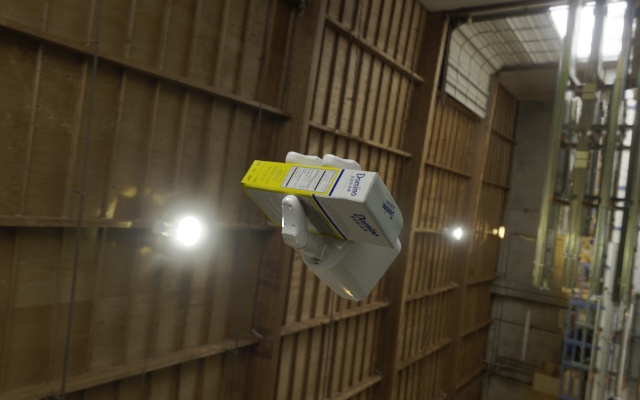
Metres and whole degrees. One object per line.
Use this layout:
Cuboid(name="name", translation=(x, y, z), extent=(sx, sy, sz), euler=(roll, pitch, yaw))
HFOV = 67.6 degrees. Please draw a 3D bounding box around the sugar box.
Cuboid(name="sugar box", translation=(0.000, 0.001, 0.554), extent=(0.176, 0.048, 0.093), euler=(7, -32, 35))
